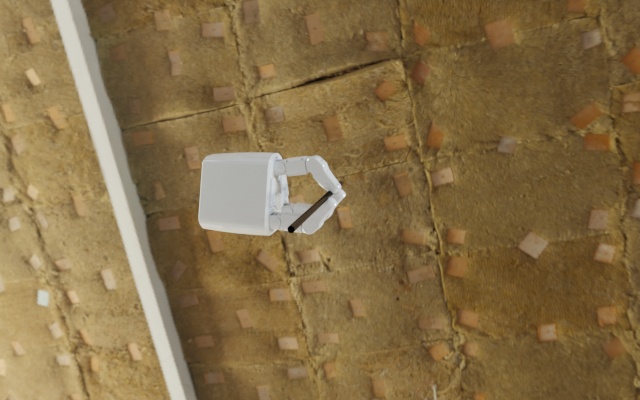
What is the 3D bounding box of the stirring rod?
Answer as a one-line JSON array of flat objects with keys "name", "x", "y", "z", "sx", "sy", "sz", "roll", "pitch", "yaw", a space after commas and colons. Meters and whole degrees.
[{"name": "stirring rod", "x": 0.000, "y": 0.002, "z": 0.606, "sx": 0.011, "sy": 0.011, "sz": 0.239, "roll": 0, "pitch": 13, "yaw": 15}]
